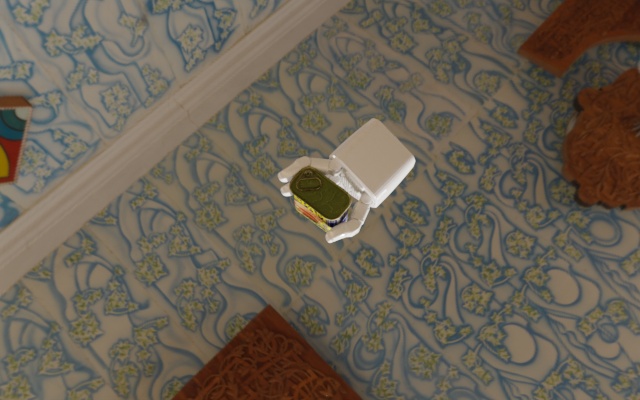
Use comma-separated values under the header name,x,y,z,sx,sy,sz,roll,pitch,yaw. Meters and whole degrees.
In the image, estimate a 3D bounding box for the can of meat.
name,x,y,z,sx,sy,sz,roll,pitch,yaw
can of meat,0.000,0.003,0.797,0.102,0.057,0.084,37,-16,14
